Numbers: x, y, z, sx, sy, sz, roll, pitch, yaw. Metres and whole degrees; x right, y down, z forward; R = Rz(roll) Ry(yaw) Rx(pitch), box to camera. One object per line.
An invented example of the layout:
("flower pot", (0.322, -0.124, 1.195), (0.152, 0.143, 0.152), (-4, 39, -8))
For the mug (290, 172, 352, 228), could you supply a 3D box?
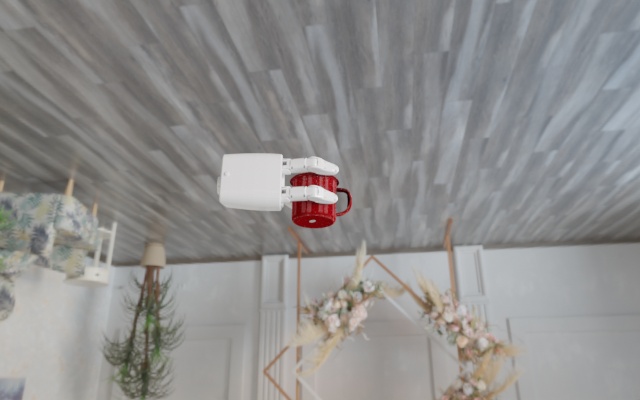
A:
("mug", (0.002, 0.003, 0.888), (0.117, 0.081, 0.093), (2, -21, -2))
